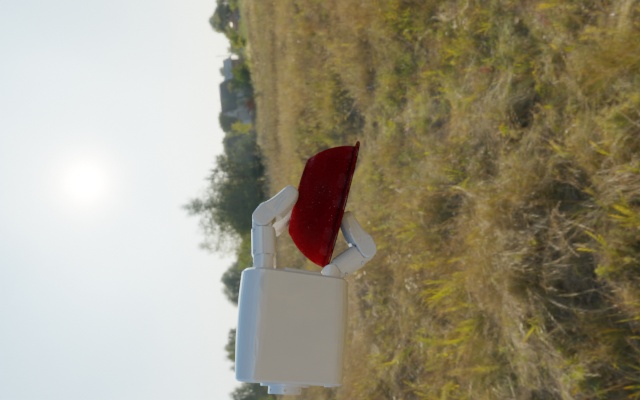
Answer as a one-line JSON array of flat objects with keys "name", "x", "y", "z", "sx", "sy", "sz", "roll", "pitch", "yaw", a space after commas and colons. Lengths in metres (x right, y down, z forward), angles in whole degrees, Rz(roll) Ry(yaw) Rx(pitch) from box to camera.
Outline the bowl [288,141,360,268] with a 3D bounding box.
[{"name": "bowl", "x": 0.000, "y": 0.001, "z": 0.565, "sx": 0.055, "sy": 0.162, "sz": 0.162, "roll": 15, "pitch": 0, "yaw": 1}]
